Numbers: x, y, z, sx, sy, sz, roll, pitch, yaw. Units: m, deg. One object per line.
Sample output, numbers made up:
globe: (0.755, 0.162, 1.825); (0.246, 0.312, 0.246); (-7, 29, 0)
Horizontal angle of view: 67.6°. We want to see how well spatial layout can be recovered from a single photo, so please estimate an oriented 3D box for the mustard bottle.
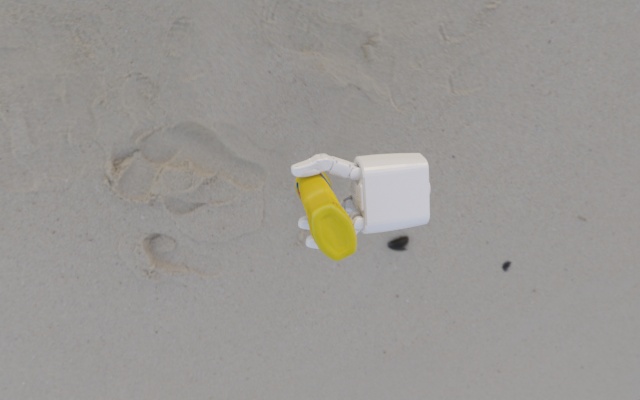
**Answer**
mustard bottle: (0.000, 0.003, 0.725); (0.058, 0.096, 0.191); (-27, 30, 2)
